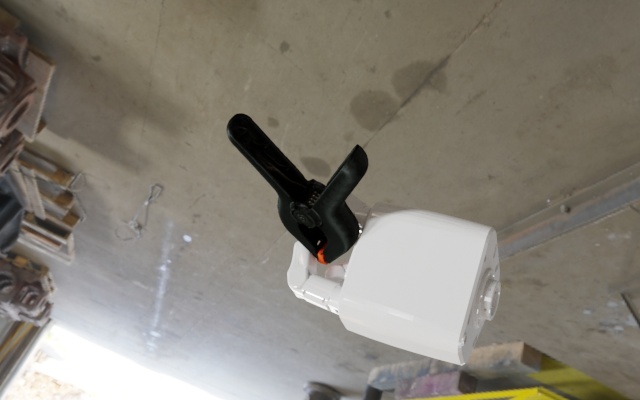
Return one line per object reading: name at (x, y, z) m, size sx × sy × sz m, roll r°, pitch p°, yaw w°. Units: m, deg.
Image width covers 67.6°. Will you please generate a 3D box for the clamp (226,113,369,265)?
clamp at (0.000, 0.002, 0.400) m, size 0.120 × 0.039 × 0.172 m, roll 20°, pitch -28°, yaw 37°
